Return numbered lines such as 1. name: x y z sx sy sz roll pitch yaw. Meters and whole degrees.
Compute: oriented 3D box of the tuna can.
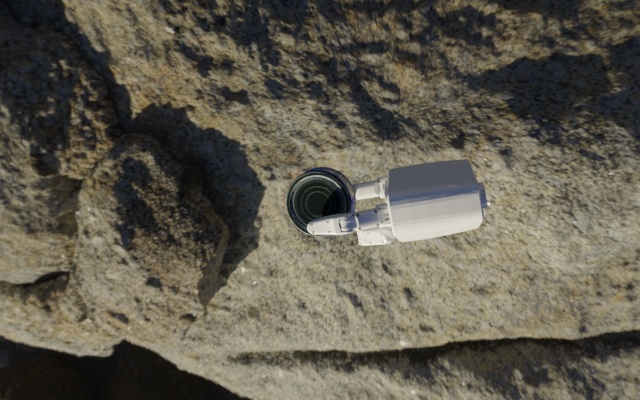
1. tuna can: 0.000 0.002 0.604 0.086 0.086 0.033 0 11 14
